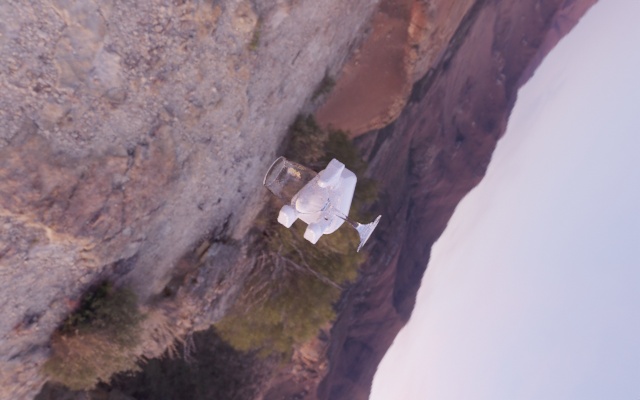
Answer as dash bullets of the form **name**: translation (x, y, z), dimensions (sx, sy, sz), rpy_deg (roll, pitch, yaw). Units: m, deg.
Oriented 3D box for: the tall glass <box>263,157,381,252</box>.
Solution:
- **tall glass**: translation (0.001, 0.003, 0.820), dimensions (0.201, 0.079, 0.079), rpy_deg (33, 6, 10)
